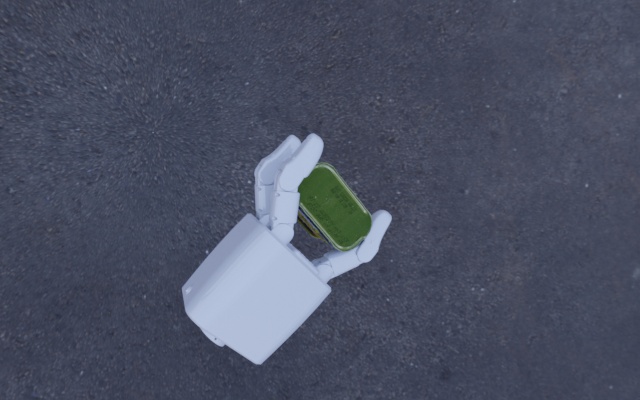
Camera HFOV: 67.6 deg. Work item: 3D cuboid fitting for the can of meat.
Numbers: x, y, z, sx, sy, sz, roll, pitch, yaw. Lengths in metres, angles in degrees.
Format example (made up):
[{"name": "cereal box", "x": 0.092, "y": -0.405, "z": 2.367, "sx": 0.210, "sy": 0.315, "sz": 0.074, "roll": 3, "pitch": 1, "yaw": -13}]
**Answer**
[{"name": "can of meat", "x": 0.000, "y": 0.002, "z": 0.508, "sx": 0.057, "sy": 0.102, "sz": 0.084, "roll": -43, "pitch": 19, "yaw": -8}]
